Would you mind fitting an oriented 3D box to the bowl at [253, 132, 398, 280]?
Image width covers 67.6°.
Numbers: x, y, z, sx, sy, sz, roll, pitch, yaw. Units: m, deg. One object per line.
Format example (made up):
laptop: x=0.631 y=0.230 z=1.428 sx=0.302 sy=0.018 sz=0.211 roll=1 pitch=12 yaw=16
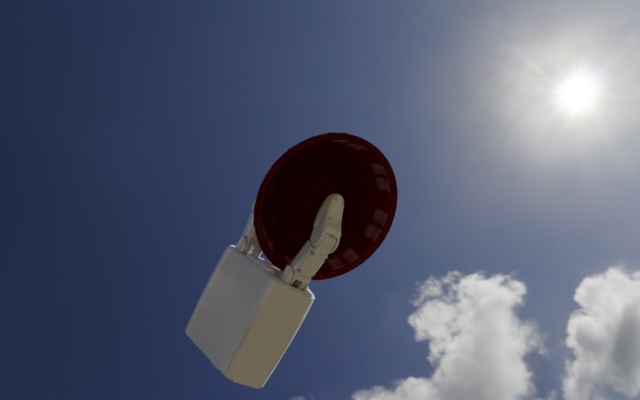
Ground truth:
bowl: x=0.001 y=0.001 z=0.515 sx=0.162 sy=0.162 sz=0.055 roll=0 pitch=19 yaw=-24
